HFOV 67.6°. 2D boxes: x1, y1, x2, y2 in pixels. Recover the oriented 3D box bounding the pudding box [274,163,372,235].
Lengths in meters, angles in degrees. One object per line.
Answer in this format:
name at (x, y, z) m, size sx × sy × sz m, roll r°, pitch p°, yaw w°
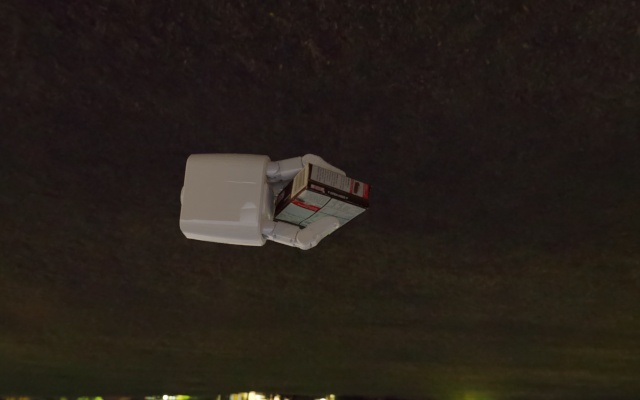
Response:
pudding box at (0.000, 0.002, 0.625) m, size 0.090 × 0.039 × 0.113 m, roll 18°, pitch -26°, yaw -20°
